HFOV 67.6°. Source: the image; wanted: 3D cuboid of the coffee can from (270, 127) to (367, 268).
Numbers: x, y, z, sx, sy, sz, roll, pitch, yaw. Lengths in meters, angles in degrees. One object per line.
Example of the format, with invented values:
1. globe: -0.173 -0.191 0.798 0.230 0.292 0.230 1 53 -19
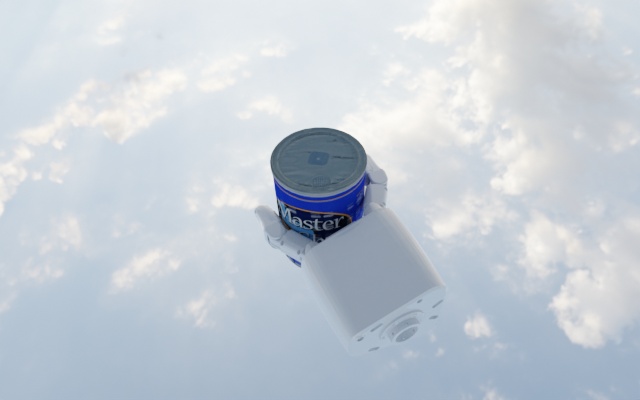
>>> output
1. coffee can: 0.000 0.002 0.553 0.103 0.102 0.140 0 -42 3
